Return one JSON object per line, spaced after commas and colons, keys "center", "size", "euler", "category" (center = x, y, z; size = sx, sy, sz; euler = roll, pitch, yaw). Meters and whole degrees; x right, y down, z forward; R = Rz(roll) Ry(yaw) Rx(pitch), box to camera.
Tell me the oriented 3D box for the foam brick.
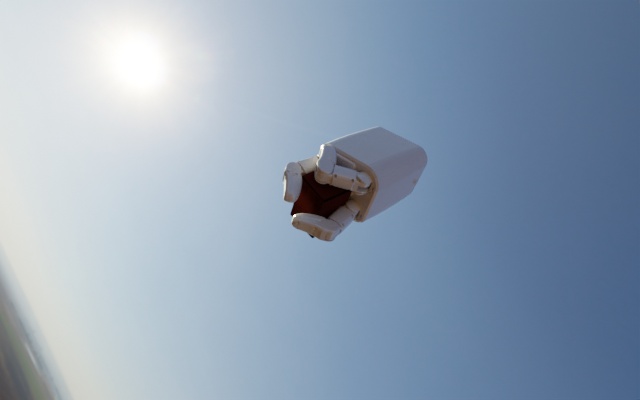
{"center": [0.000, 0.002, 0.645], "size": [0.051, 0.053, 0.078], "euler": [-25, -30, -33], "category": "foam brick"}
